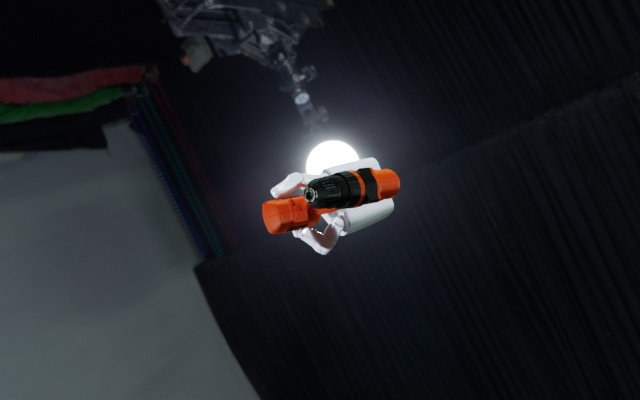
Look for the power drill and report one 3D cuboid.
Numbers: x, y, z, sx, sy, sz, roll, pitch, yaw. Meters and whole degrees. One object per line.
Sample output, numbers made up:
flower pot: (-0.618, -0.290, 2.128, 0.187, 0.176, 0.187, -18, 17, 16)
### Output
power drill: (0.000, 0.002, 0.705, 0.188, 0.057, 0.184, -19, -8, 42)
